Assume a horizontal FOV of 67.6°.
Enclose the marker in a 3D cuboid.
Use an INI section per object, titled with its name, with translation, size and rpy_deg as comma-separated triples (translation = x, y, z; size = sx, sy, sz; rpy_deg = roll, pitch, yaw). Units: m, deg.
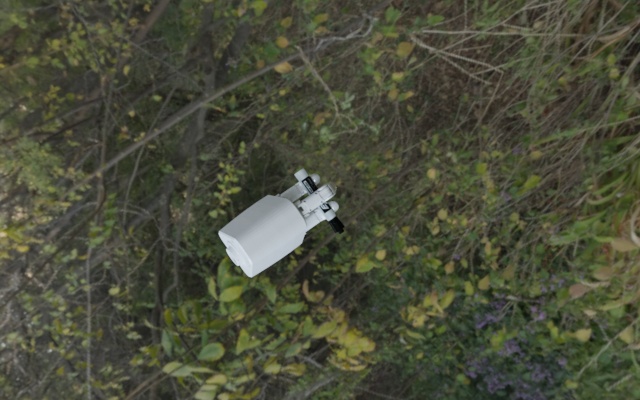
[marker]
translation = 0.000, 0.002, 0.766
size = 0.020, 0.121, 0.020
rpy_deg = -35, 2, 1
